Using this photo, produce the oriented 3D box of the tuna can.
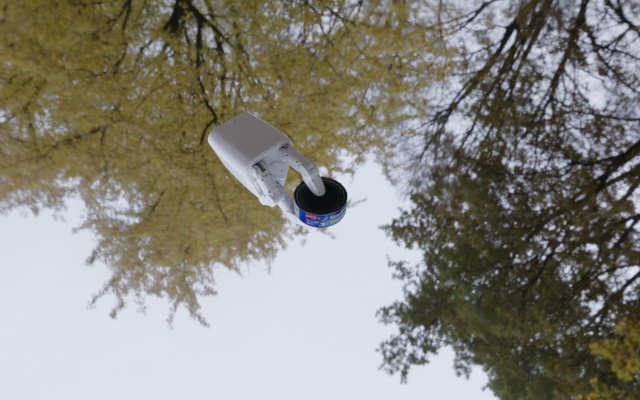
[{"bbox_3d":[0.000,0.003,0.763,0.086,0.086,0.034,0,-44,-1],"label":"tuna can"}]
